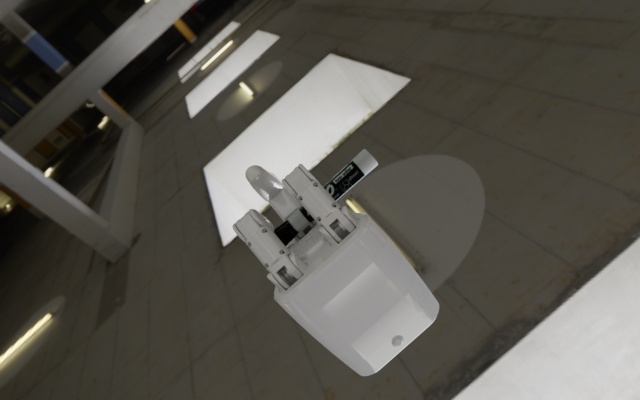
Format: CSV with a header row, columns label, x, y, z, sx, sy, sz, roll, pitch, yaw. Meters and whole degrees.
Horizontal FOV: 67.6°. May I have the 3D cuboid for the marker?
label,x,y,z,sx,sy,sz,roll,pitch,yaw
marker,0.000,0.001,0.423,0.121,0.020,0.020,-42,-2,2
